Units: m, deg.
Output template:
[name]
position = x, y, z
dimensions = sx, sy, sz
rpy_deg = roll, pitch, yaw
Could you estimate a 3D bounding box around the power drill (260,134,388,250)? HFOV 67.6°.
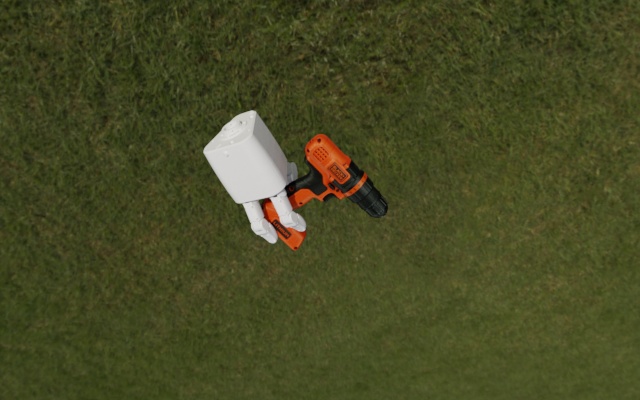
[power drill]
position = 0.000, 0.003, 0.839
dimensions = 0.188, 0.184, 0.057
rpy_deg = -41, 13, 17
